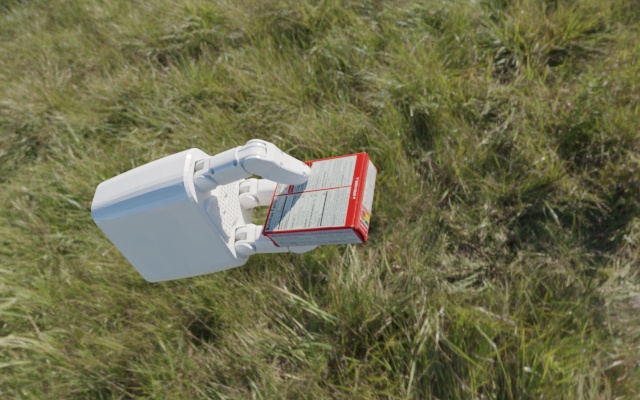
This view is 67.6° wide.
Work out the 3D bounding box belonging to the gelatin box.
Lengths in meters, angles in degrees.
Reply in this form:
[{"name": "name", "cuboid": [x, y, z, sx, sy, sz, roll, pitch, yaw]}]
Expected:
[{"name": "gelatin box", "cuboid": [0.000, 0.001, 0.411, 0.089, 0.073, 0.030, -7, -35, 29]}]
